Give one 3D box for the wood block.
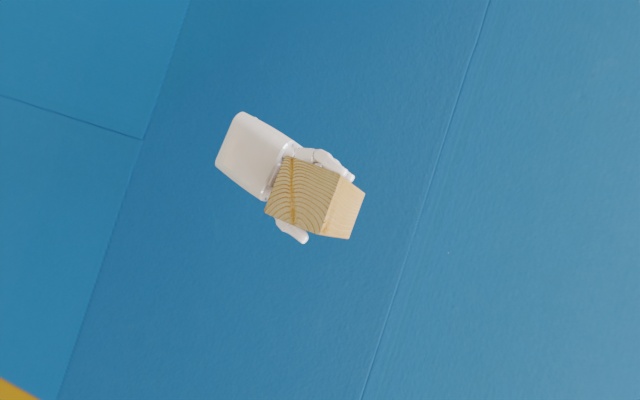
[{"bbox_3d":[0.000,0.003,0.759,0.090,0.091,0.206,21,0,16],"label":"wood block"}]
